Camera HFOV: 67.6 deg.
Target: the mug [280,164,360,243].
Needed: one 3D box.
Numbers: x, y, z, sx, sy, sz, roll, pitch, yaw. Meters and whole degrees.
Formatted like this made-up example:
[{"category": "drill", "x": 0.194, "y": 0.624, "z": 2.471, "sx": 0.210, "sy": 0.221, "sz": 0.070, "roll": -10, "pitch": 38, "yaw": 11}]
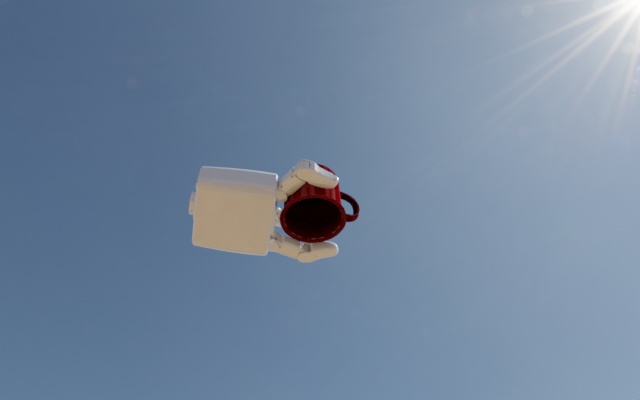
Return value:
[{"category": "mug", "x": 0.002, "y": 0.002, "z": 0.693, "sx": 0.117, "sy": 0.093, "sz": 0.081, "roll": 8, "pitch": 41, "yaw": -10}]
